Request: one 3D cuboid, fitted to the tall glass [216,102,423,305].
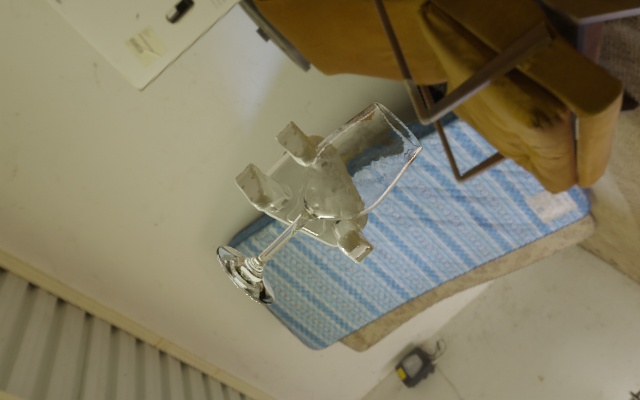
[{"bbox_3d":[0.000,0.002,0.442,0.201,0.079,0.079,-44,-6,6],"label":"tall glass"}]
